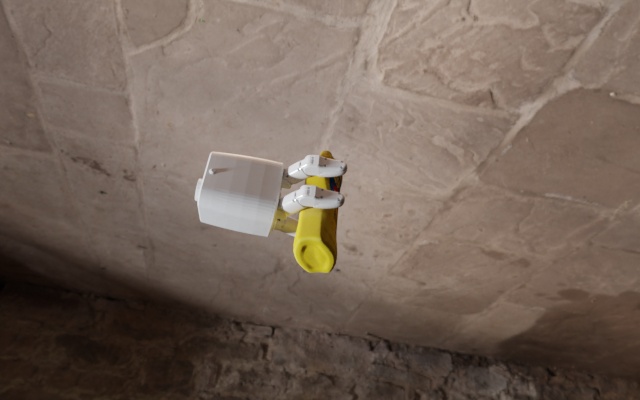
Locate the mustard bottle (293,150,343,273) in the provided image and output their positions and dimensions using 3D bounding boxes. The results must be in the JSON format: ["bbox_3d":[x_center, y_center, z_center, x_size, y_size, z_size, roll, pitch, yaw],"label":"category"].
[{"bbox_3d":[0.000,0.003,0.699,0.058,0.191,0.096,-2,-38,11],"label":"mustard bottle"}]
